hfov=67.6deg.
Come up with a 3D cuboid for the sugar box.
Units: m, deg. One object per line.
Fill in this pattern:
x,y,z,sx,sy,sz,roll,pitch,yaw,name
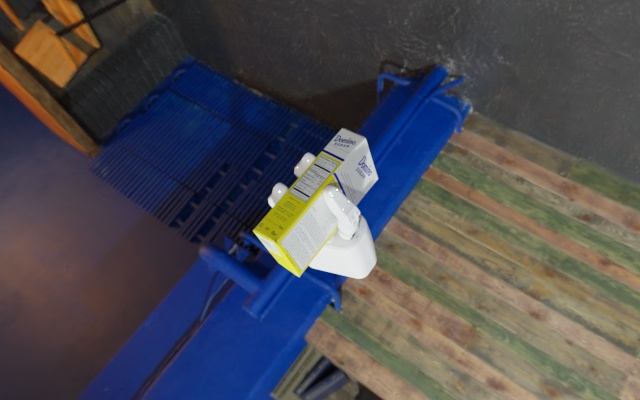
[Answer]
0.000,0.002,0.610,0.048,0.176,0.093,27,-21,31,sugar box
